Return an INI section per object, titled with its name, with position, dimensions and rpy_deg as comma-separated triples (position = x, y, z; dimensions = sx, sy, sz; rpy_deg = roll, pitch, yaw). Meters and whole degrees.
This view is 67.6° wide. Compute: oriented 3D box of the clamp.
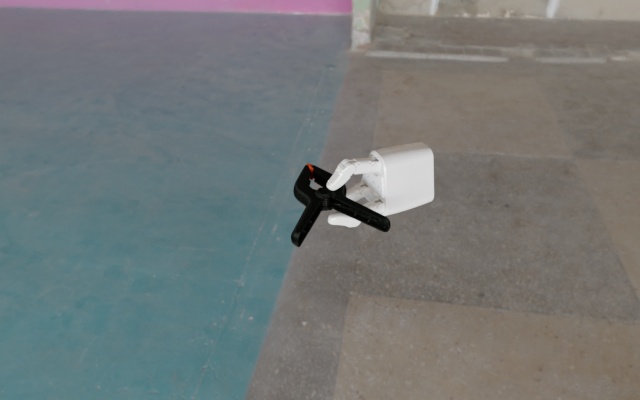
[clamp]
position = 0.000, 0.002, 0.817
dimensions = 0.164, 0.036, 0.210
rpy_deg = -12, 38, -21
